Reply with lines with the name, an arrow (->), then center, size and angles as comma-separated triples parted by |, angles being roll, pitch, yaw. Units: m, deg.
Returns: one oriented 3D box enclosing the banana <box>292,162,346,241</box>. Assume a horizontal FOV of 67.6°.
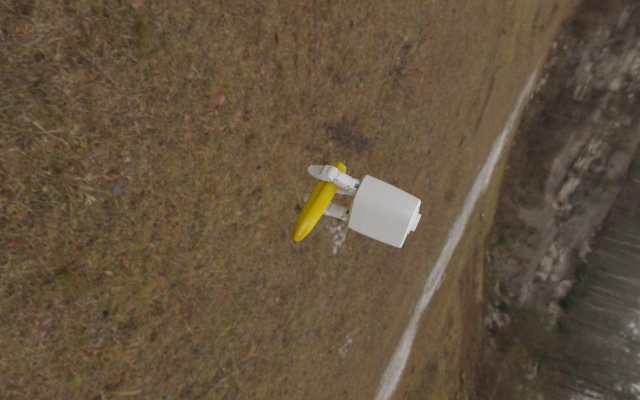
banana -> 0.005, -0.011, 0.863 | 0.037, 0.197, 0.070 | 27, -39, 6
